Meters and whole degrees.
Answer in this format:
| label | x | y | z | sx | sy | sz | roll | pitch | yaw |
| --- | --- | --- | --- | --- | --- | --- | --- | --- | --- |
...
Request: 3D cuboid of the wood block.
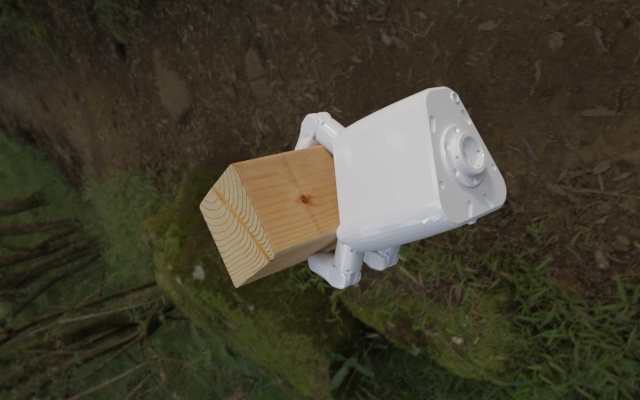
| label | x | y | z | sx | sy | sz | roll | pitch | yaw |
| --- | --- | --- | --- | --- | --- | --- | --- | --- | --- |
| wood block | 0.000 | 0.001 | 0.484 | 0.206 | 0.091 | 0.090 | -17 | -16 | -39 |
